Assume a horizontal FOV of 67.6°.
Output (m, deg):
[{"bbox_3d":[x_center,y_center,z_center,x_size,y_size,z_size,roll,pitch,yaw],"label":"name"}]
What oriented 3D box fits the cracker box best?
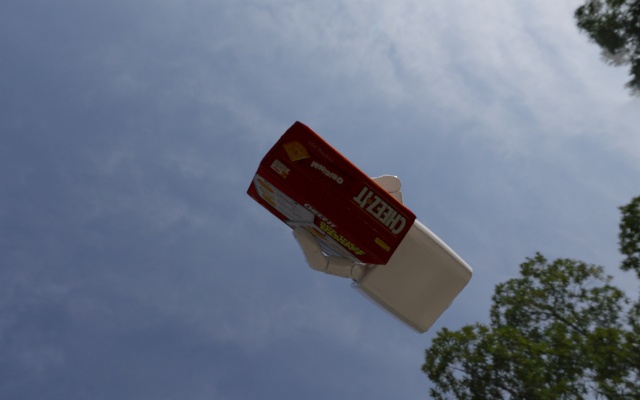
[{"bbox_3d":[0.000,0.002,0.580,0.164,0.072,0.214,38,-13,-6],"label":"cracker box"}]
